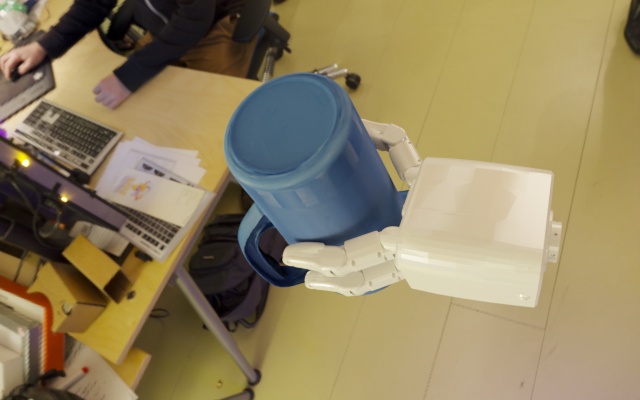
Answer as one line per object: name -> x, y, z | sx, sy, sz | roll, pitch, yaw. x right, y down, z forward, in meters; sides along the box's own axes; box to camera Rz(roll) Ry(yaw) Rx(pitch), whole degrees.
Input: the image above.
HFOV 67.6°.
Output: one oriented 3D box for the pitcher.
pitcher -> 0.000, 0.001, 0.458 | 0.145, 0.149, 0.243 | 9, -23, 25
